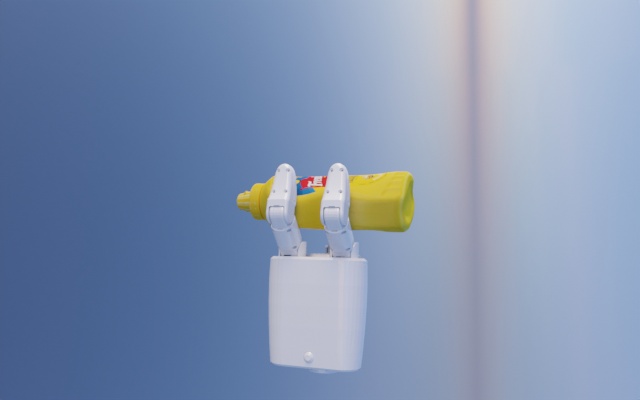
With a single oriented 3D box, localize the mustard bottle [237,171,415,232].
[{"bbox_3d":[0.000,0.001,0.511,0.191,0.058,0.096,-1,17,18],"label":"mustard bottle"}]
